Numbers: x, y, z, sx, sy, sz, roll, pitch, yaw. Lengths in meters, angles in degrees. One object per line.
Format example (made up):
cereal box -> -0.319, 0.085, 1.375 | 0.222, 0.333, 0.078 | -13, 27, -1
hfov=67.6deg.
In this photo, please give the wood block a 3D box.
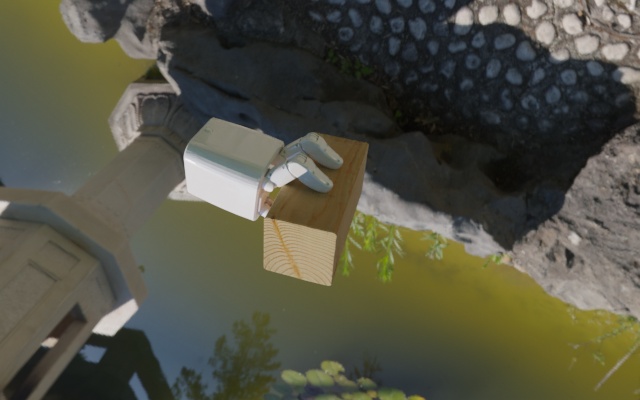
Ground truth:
wood block -> 0.000, 0.002, 0.647 | 0.090, 0.091, 0.206 | 13, 39, 9
